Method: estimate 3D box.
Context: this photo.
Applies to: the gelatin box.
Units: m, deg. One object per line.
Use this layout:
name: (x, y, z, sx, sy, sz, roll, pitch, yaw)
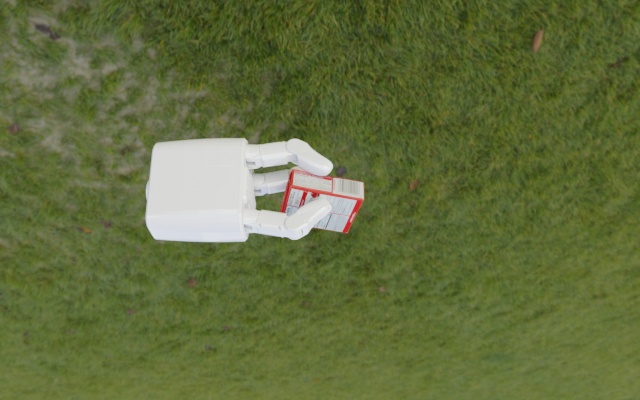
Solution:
gelatin box: (0.000, 0.002, 0.570, 0.089, 0.030, 0.073, 10, -38, -8)
